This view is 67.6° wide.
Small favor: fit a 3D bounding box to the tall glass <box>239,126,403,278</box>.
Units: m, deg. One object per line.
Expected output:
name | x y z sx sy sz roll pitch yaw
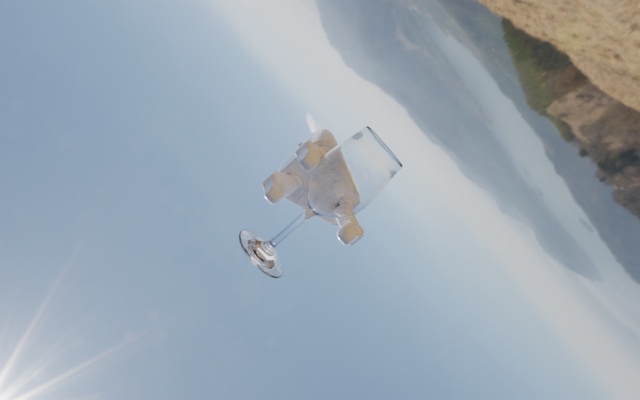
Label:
tall glass | 0.000 0.002 0.563 0.201 0.079 0.079 -41 -11 13
